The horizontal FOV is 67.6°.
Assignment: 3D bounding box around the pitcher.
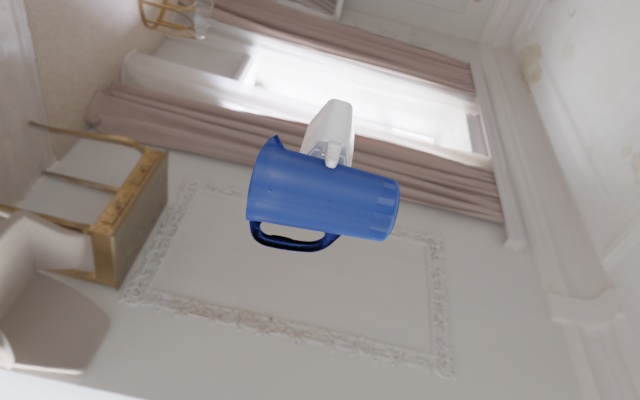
[{"bbox_3d":[0.000,0.002,0.800,0.243,0.145,0.149,13,-32,-3],"label":"pitcher"}]
